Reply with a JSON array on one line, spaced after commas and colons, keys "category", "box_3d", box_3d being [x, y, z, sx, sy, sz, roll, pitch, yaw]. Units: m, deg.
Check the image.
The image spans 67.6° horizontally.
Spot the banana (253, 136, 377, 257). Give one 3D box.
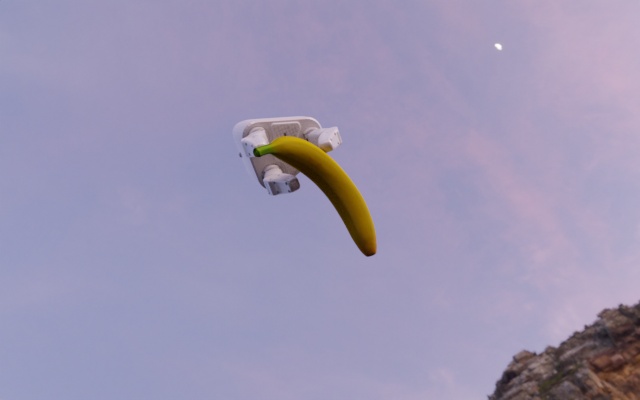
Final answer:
[{"category": "banana", "box_3d": [0.007, -0.015, 0.574, 0.198, 0.069, 0.037, 41, -25, -18]}]
